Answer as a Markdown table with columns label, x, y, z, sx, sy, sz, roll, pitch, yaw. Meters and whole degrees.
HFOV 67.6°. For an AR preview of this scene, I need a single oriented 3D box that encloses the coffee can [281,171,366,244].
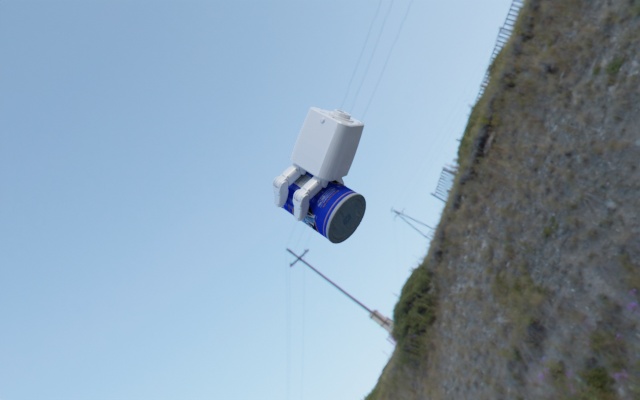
| label | x | y | z | sx | sy | sz | roll | pitch | yaw |
| --- | --- | --- | --- | --- | --- | --- | --- | --- | --- |
| coffee can | 0.000 | 0.003 | 0.898 | 0.140 | 0.103 | 0.103 | 32 | 19 | 32 |
